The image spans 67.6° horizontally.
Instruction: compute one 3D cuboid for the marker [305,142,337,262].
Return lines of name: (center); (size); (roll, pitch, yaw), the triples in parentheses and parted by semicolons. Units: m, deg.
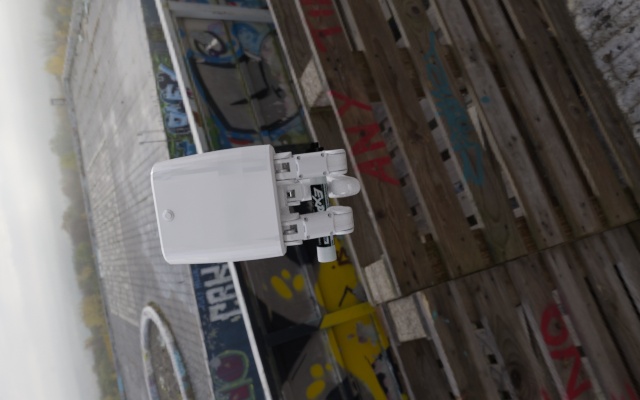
marker: (0.000, 0.002, 0.484); (0.020, 0.121, 0.020); (-7, 5, 1)
